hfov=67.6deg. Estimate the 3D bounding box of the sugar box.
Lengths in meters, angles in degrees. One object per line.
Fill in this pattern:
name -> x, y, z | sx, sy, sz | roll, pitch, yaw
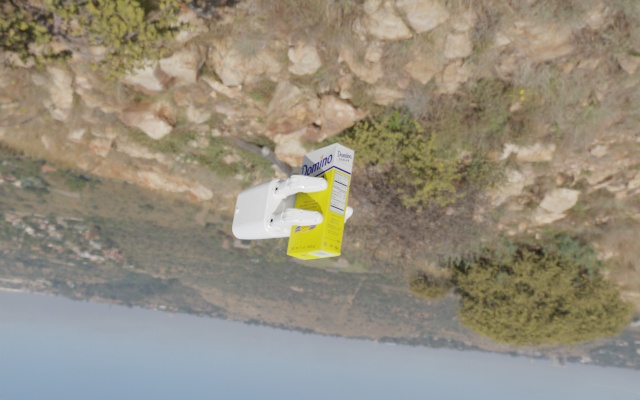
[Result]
sugar box -> 0.000, 0.002, 0.766 | 0.048, 0.176, 0.093 | 18, -20, -36
